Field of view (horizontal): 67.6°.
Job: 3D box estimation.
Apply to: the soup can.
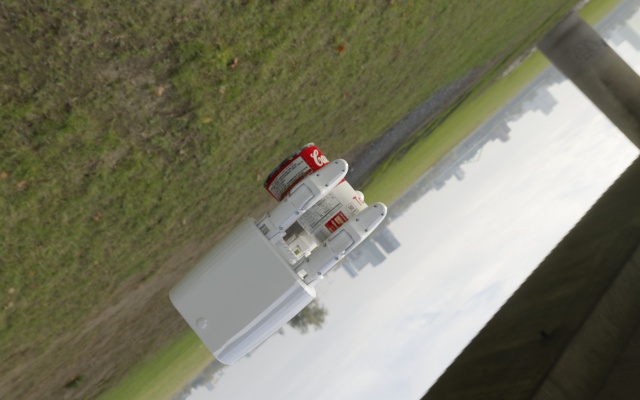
[{"bbox_3d":[0.001,0.001,0.485,0.068,0.102,0.068,-40,-6,-5],"label":"soup can"}]
